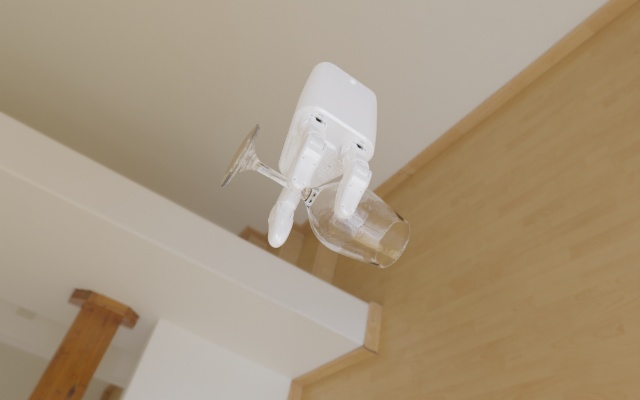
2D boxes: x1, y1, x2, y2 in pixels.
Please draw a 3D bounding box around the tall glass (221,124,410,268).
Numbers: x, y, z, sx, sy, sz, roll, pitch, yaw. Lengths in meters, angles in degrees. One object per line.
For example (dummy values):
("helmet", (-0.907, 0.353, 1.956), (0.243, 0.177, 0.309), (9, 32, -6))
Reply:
("tall glass", (-0.001, 0.001, 0.512), (0.201, 0.079, 0.079), (30, -10, -18))
